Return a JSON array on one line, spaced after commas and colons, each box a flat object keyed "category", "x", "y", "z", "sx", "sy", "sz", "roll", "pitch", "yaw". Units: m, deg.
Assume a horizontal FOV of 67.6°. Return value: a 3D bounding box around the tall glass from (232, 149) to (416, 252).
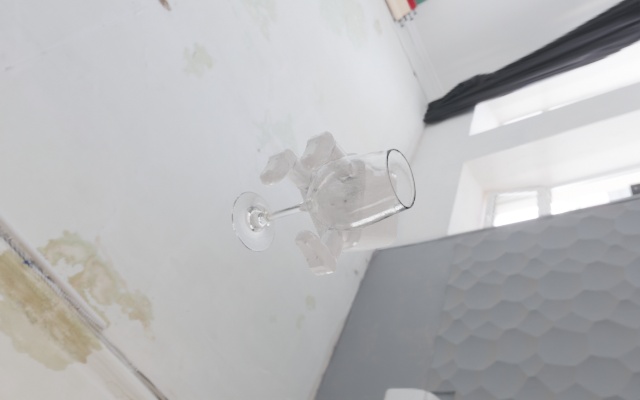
[{"category": "tall glass", "x": -0.001, "y": 0.002, "z": 0.524, "sx": 0.201, "sy": 0.079, "sz": 0.079, "roll": -16, "pitch": -9, "yaw": 33}]
